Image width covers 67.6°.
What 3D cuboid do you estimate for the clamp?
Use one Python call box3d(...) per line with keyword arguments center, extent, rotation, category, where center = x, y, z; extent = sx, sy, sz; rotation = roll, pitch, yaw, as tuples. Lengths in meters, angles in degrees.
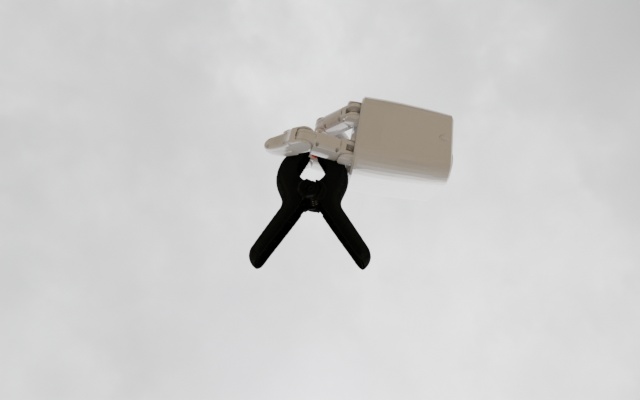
box3d(center=(0.000, 0.002, 0.511), extent=(0.120, 0.171, 0.039), rotation=(11, -29, 1), category="clamp")
